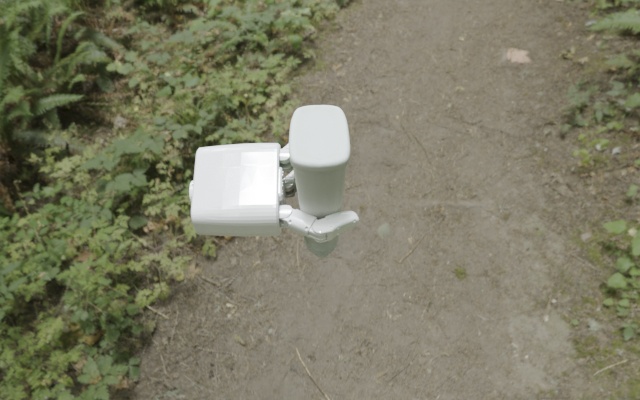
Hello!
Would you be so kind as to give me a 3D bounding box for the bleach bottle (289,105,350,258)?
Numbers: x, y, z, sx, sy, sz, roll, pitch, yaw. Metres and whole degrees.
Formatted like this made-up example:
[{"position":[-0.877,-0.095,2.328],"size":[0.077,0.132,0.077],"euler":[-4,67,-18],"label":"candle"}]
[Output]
[{"position":[0.000,0.002,0.625],"size":[0.068,0.102,0.251],"euler":[-1,-39,0],"label":"bleach bottle"}]
